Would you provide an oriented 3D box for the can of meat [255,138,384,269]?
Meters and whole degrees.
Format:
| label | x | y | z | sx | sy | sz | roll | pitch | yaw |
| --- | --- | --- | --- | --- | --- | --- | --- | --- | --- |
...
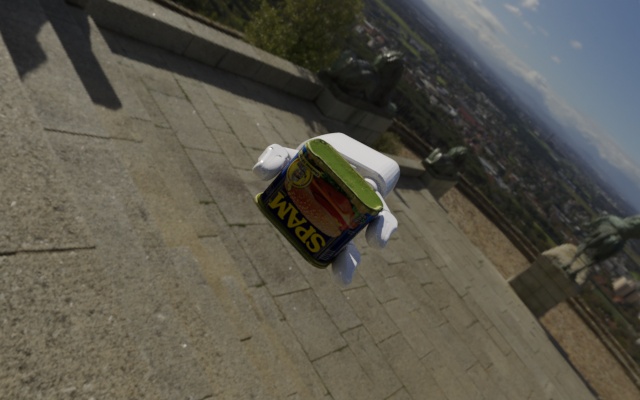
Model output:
| label | x | y | z | sx | sy | sz | roll | pitch | yaw |
| --- | --- | --- | --- | --- | --- | --- | --- | --- | --- |
| can of meat | 0.000 | 0.001 | 0.473 | 0.084 | 0.102 | 0.057 | -47 | -8 | 23 |
